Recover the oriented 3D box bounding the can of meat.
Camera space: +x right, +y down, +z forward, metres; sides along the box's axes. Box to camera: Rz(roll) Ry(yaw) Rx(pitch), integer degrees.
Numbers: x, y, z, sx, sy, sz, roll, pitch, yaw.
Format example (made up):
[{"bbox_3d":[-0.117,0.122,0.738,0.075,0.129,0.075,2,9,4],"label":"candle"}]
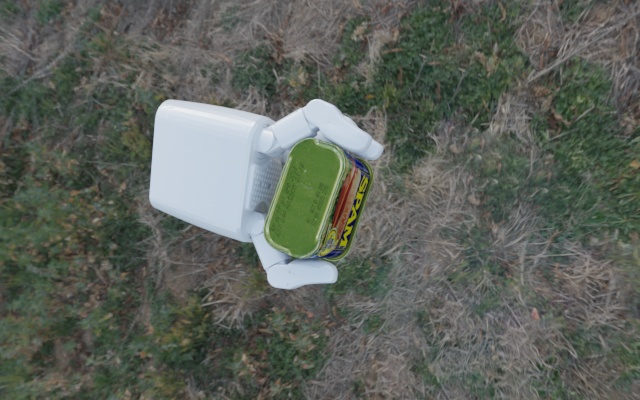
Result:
[{"bbox_3d":[0.000,0.001,0.419,0.057,0.102,0.084,19,1,21],"label":"can of meat"}]
